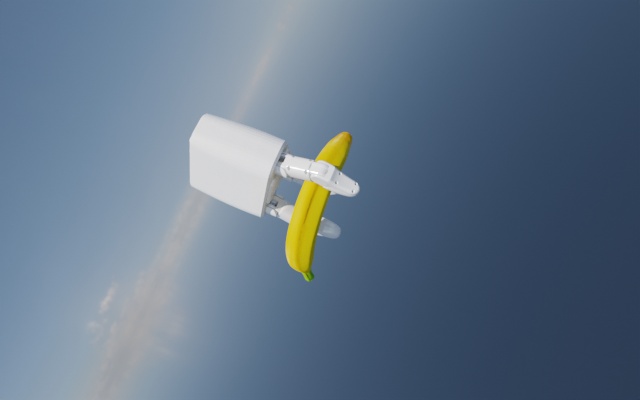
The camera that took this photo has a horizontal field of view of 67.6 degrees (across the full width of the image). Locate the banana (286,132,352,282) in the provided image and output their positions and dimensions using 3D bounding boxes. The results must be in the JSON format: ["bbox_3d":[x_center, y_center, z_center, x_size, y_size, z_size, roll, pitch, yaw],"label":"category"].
[{"bbox_3d":[-0.006,0.004,0.589,0.037,0.198,0.069,18,2,16],"label":"banana"}]
